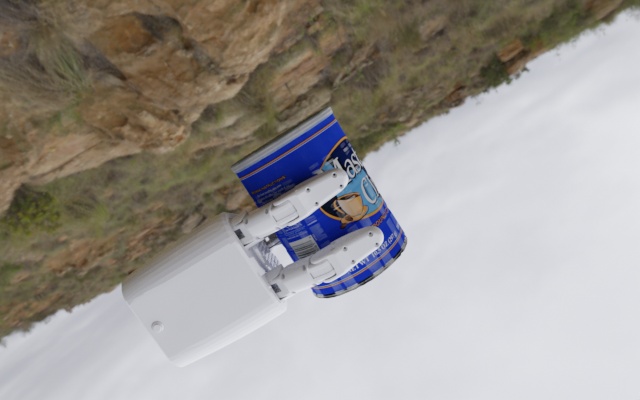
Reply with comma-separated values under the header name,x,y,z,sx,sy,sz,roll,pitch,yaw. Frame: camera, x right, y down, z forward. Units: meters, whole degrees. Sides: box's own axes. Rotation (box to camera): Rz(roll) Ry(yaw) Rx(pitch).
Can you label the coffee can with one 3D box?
name,x,y,z,sx,sy,sz,roll,pitch,yaw
coffee can,0.000,0.001,0.434,0.103,0.140,0.102,-31,10,6
